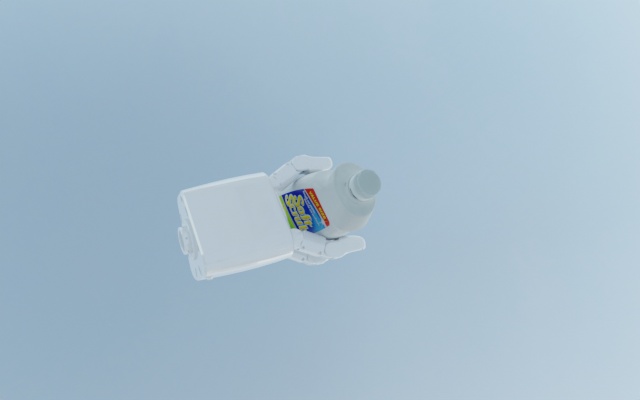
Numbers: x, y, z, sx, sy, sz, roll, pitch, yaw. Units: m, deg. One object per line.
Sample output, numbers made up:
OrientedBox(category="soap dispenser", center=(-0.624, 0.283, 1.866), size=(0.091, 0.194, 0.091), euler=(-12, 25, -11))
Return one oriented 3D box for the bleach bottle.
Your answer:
OrientedBox(category="bleach bottle", center=(0.000, 0.002, 0.610), size=(0.068, 0.102, 0.251), euler=(-13, -8, -26))
